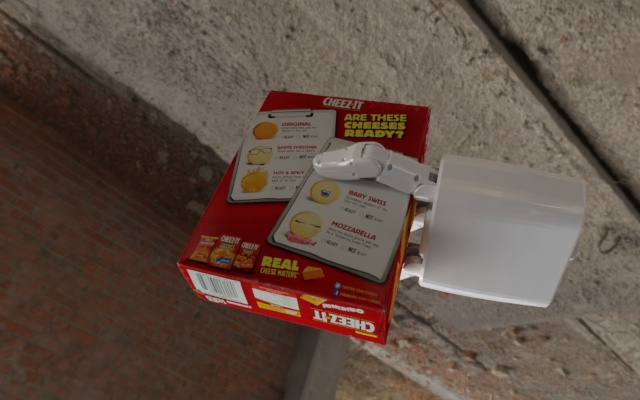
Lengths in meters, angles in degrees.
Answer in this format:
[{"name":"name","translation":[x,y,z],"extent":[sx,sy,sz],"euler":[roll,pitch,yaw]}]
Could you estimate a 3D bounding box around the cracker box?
[{"name":"cracker box","translation":[0.000,0.001,0.426],"extent":[0.164,0.213,0.072],"euler":[10,-37,14]}]
